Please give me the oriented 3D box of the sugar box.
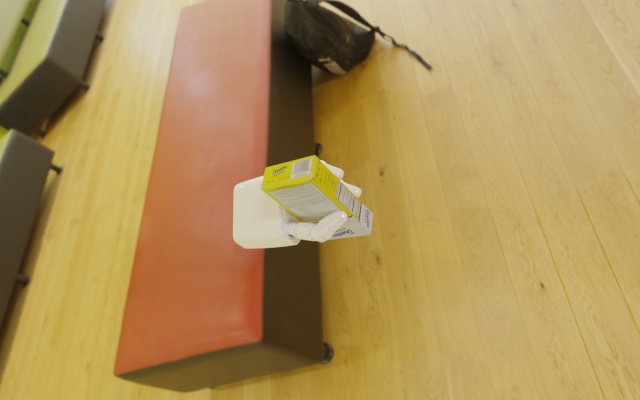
[{"bbox_3d":[0.000,0.002,0.735,0.093,0.048,0.176,-10,-32,32],"label":"sugar box"}]
